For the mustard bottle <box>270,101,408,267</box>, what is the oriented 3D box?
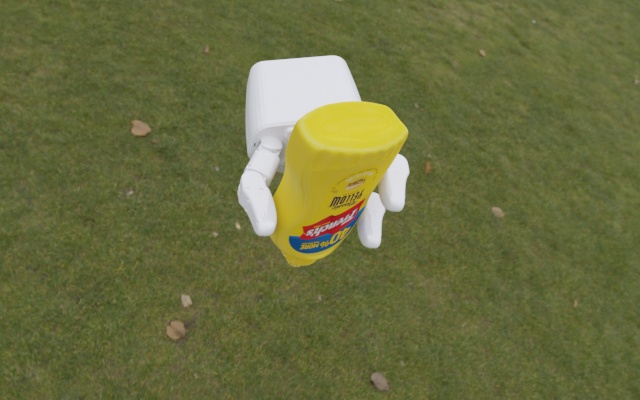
[{"bbox_3d":[0.000,0.002,0.431,0.096,0.058,0.192,-16,-31,-32],"label":"mustard bottle"}]
